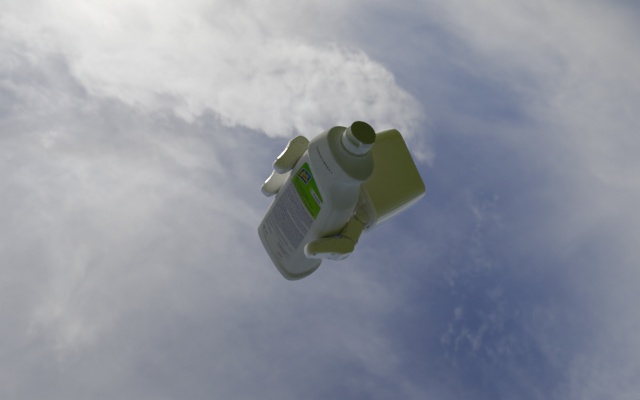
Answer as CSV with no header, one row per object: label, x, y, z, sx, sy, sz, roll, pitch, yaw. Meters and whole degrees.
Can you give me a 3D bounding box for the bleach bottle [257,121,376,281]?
bleach bottle,0.000,0.002,0.566,0.068,0.102,0.251,-24,-17,-35
